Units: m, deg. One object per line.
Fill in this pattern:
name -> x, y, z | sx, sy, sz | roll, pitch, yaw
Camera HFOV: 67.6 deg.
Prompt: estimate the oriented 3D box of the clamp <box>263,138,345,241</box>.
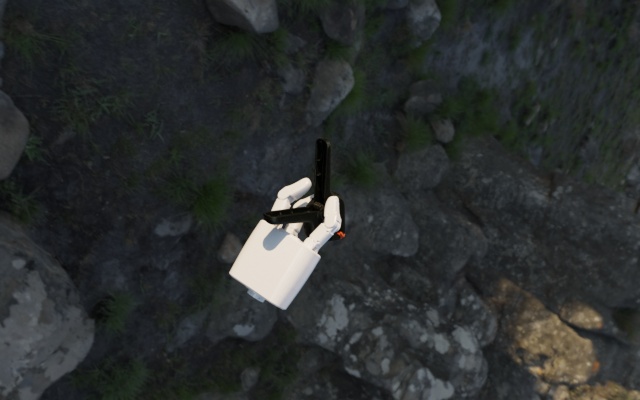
clamp -> 0.001, 0.003, 0.815 | 0.036, 0.164, 0.210 | 25, -11, 35
